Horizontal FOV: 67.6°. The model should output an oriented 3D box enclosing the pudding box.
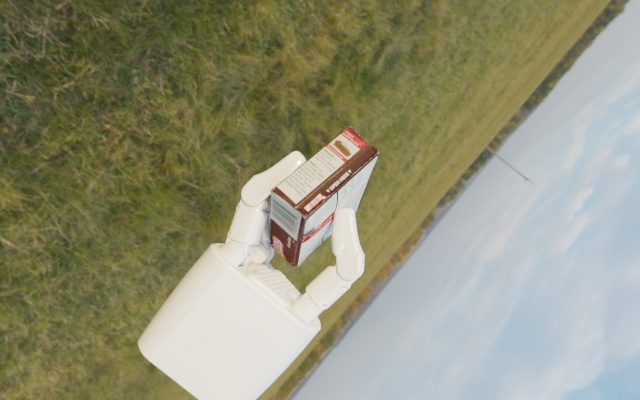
[{"bbox_3d":[0.000,0.002,0.415,0.090,0.039,0.113,-42,-14,-23],"label":"pudding box"}]
